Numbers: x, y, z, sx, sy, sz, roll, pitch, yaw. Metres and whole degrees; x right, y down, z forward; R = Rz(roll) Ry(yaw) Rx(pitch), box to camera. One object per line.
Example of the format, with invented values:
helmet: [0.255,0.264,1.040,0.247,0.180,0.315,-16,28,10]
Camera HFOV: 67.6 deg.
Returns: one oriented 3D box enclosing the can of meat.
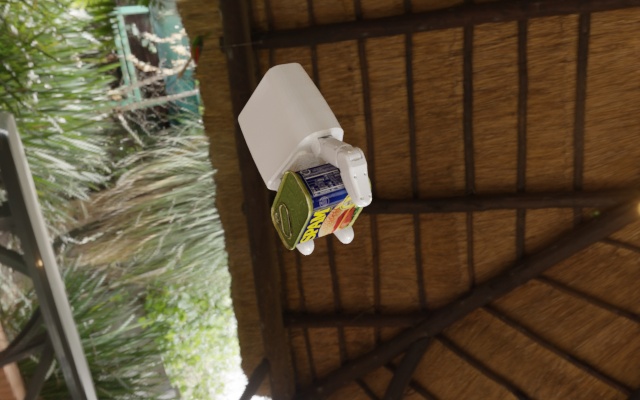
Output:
can of meat: [0.000,0.002,0.533,0.084,0.057,0.102,-17,-26,-28]
